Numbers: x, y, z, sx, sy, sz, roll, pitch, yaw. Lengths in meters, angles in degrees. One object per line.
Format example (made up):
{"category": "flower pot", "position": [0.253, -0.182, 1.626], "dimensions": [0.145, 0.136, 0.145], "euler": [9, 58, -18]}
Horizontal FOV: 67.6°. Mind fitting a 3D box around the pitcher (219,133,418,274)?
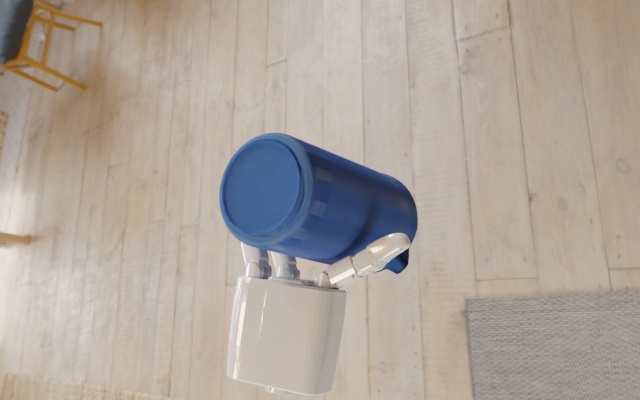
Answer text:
{"category": "pitcher", "position": [0.000, 0.002, 0.534], "dimensions": [0.149, 0.145, 0.243], "euler": [3, -9, 31]}
